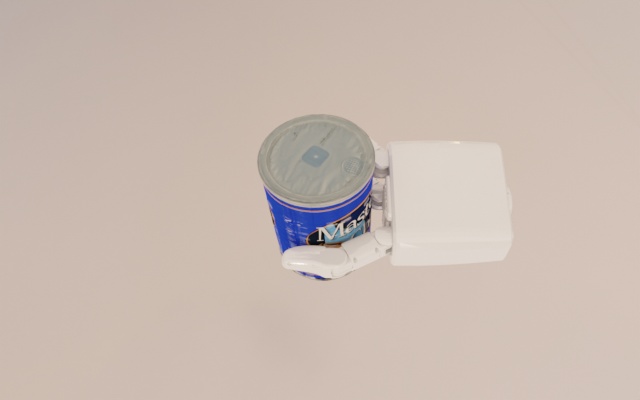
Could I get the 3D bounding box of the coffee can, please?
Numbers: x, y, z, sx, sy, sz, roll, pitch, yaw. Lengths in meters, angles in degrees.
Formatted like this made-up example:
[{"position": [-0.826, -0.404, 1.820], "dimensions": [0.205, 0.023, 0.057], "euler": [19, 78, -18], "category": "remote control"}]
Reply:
[{"position": [0.000, 0.002, 0.469], "dimensions": [0.103, 0.102, 0.140], "euler": [0, -36, 4], "category": "coffee can"}]
